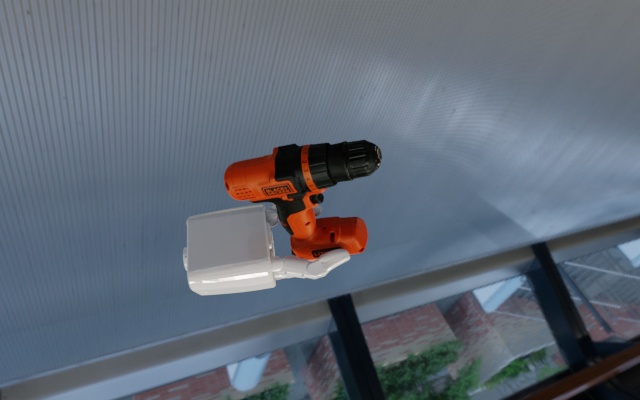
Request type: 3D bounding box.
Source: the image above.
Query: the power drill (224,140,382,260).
[{"bbox_3d":[0.000,0.002,0.590,0.184,0.057,0.188,-8,-38,18],"label":"power drill"}]
